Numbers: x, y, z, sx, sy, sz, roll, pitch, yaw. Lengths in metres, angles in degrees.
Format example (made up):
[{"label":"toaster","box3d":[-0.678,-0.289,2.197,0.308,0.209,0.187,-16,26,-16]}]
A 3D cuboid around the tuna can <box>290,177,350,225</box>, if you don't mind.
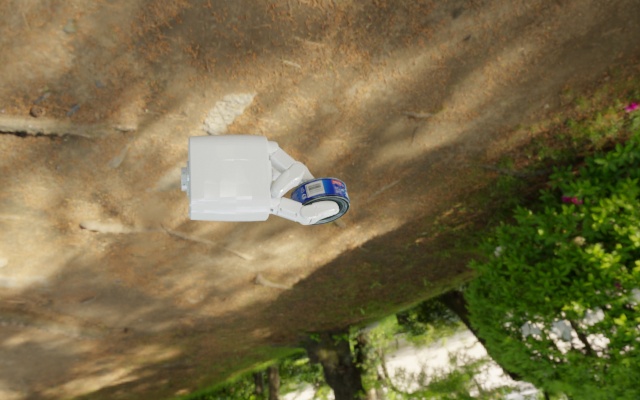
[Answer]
[{"label":"tuna can","box3d":[0.000,0.003,0.712,0.086,0.033,0.086,-10,-30,-6]}]
